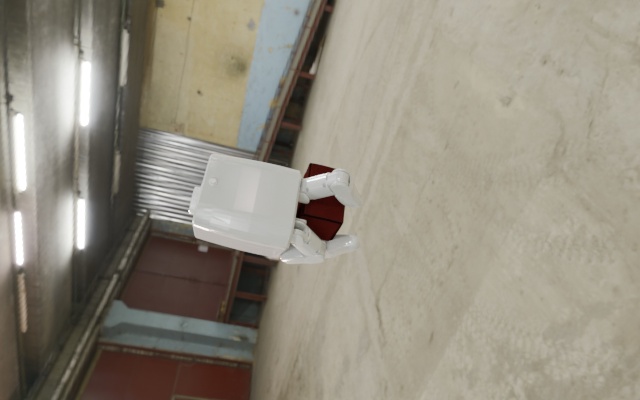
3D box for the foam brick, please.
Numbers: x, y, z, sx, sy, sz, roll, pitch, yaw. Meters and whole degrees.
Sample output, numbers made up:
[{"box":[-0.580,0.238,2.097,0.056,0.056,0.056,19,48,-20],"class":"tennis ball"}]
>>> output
[{"box":[0.000,0.002,0.592,0.051,0.078,0.053,13,-33,-9],"class":"foam brick"}]
